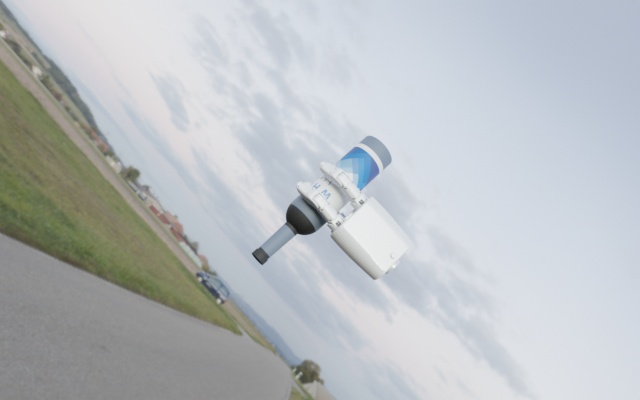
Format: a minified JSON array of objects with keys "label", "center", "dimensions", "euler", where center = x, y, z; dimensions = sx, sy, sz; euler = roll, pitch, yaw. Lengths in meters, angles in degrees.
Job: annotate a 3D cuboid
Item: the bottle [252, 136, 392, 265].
[{"label":"bottle","center":[0.000,0.002,0.828],"dimensions":[0.295,0.069,0.069],"euler":[-42,13,-16]}]
